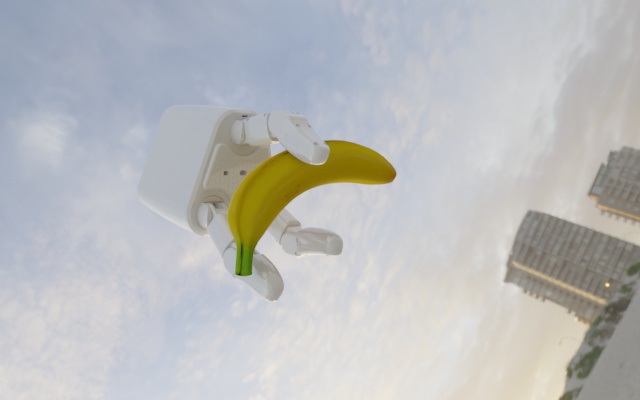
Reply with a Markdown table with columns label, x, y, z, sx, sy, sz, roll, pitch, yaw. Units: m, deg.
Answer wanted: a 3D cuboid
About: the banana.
| label | x | y | z | sx | sy | sz | roll | pitch | yaw |
| --- | --- | --- | --- | --- | --- | --- | --- | --- | --- |
| banana | -0.007 | -0.014 | 0.396 | 0.037 | 0.070 | 0.197 | 6 | 28 | 46 |
